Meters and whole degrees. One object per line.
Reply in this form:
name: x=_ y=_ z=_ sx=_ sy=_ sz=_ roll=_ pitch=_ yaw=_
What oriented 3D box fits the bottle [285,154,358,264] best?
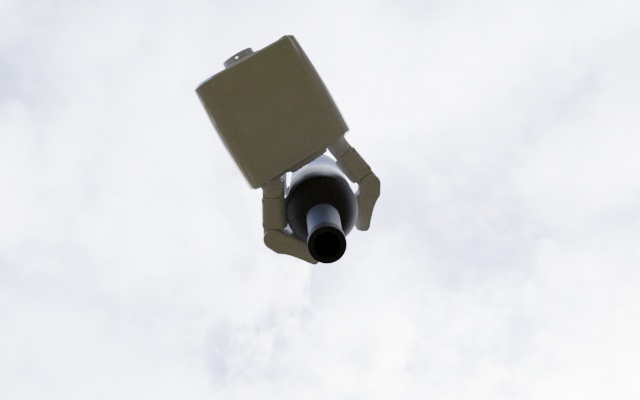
bottle: x=0.000 y=0.002 z=0.472 sx=0.069 sy=0.069 sz=0.295 roll=0 pitch=12 yaw=-2
